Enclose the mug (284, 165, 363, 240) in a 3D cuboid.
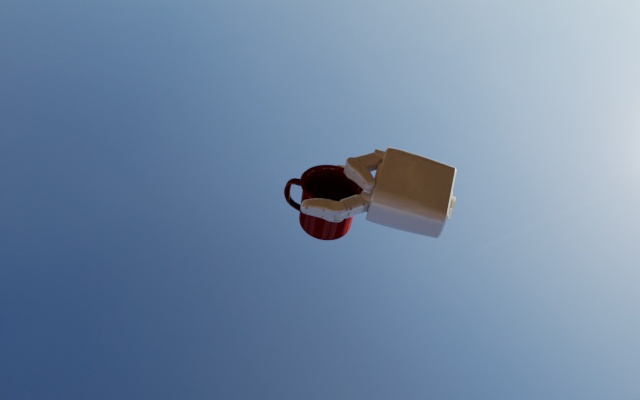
[{"bbox_3d":[-0.001,0.002,0.721,0.117,0.082,0.093,16,40,7],"label":"mug"}]
